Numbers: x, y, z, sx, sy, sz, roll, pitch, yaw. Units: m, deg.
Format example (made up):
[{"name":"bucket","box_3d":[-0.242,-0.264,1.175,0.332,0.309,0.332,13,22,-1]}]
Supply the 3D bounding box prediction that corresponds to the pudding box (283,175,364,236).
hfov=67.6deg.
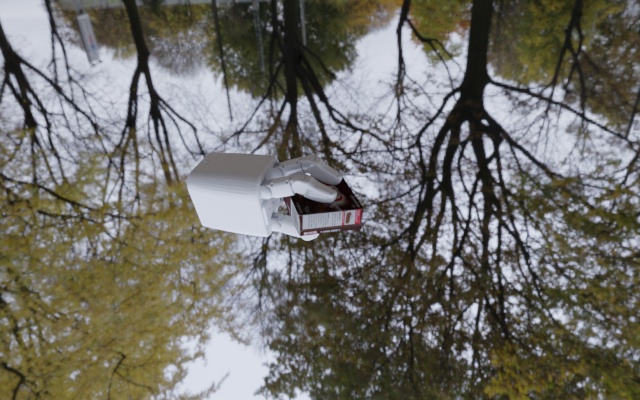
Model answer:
[{"name":"pudding box","box_3d":[0.000,0.002,0.668,0.090,0.039,0.113,-6,33,-14]}]
